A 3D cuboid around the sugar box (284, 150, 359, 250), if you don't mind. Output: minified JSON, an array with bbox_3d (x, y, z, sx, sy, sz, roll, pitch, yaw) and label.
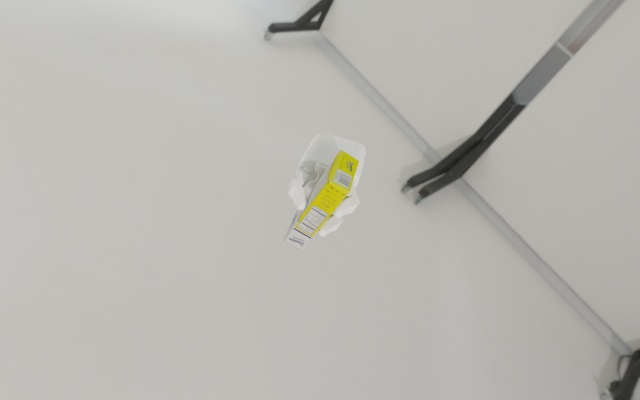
[{"bbox_3d":[0.001,0.003,0.844,0.048,0.176,0.093,29,41,-6],"label":"sugar box"}]
